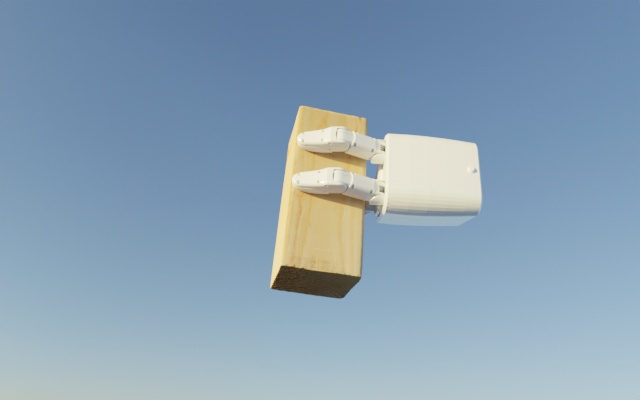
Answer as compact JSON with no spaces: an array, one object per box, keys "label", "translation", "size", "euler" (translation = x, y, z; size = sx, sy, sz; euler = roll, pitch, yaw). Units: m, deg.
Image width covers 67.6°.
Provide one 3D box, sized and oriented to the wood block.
[{"label":"wood block","translation":[0.000,0.002,0.576],"size":[0.090,0.206,0.091],"euler":[10,-28,-8]}]
